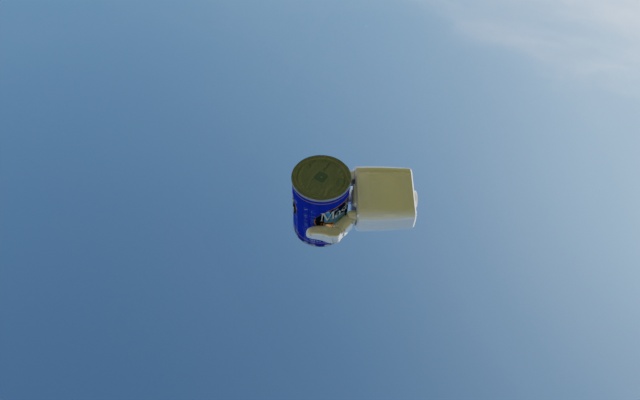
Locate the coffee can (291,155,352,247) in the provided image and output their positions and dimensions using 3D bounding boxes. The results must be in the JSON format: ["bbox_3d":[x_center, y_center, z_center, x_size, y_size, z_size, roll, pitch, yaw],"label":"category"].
[{"bbox_3d":[0.000,0.003,0.863,0.103,0.102,0.140,0,-39,-1],"label":"coffee can"}]
